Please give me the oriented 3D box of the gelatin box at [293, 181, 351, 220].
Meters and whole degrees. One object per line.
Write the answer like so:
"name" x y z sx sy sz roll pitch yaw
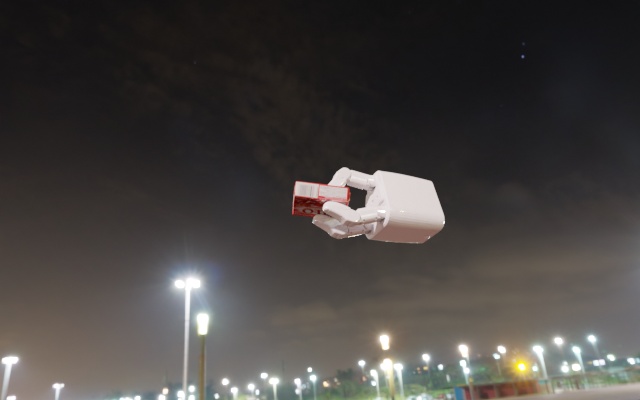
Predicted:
"gelatin box" 0.000 0.002 0.784 0.089 0.030 0.073 7 -26 -2
